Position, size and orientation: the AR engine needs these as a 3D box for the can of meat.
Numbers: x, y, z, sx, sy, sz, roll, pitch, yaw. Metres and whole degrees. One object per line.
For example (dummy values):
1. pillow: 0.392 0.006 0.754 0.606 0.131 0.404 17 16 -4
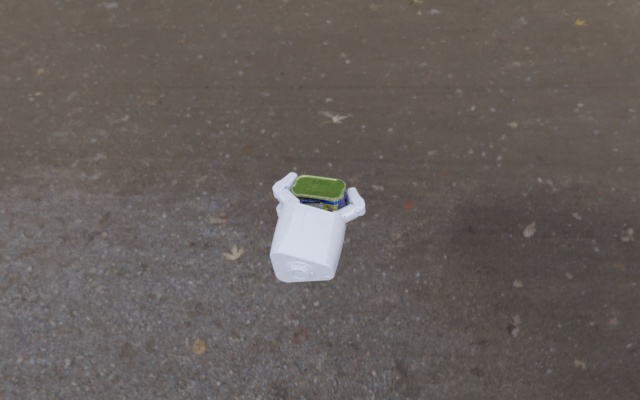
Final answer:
1. can of meat: 0.000 0.003 0.879 0.102 0.057 0.084 7 -40 13
